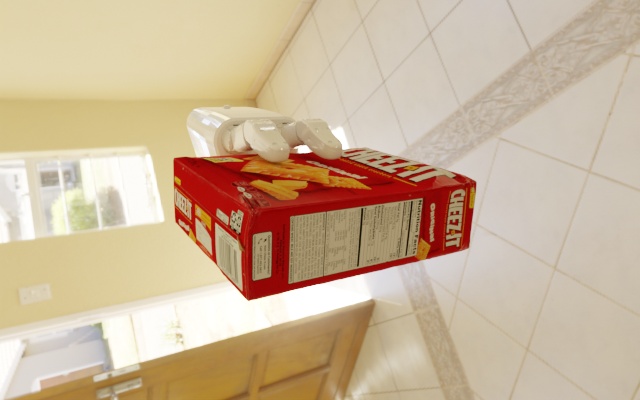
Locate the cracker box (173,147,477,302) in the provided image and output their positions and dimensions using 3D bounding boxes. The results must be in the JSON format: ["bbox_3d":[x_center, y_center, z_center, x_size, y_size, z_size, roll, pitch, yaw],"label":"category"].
[{"bbox_3d":[0.000,0.002,0.418,0.213,0.072,0.164,-8,20,-31],"label":"cracker box"}]
